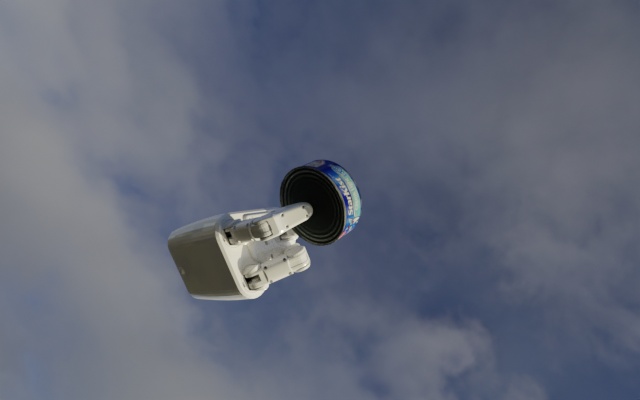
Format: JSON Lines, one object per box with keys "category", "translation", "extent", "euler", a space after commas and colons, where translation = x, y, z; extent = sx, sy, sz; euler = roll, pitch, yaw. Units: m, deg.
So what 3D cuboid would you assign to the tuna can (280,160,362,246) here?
{"category": "tuna can", "translation": [0.000, 0.001, 0.497], "extent": [0.086, 0.086, 0.033], "euler": [0, 19, 41]}
